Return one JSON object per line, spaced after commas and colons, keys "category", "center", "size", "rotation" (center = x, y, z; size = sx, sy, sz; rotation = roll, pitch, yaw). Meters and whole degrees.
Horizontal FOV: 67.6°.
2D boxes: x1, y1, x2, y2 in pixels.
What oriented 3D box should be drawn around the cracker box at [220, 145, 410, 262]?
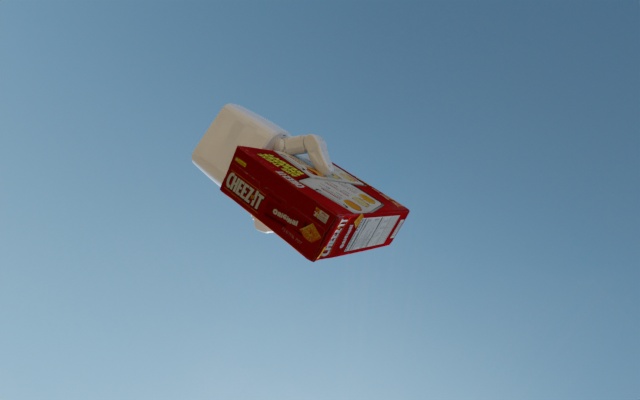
{"category": "cracker box", "center": [0.000, 0.002, 0.633], "size": [0.164, 0.072, 0.213], "rotation": [34, 18, 26]}
